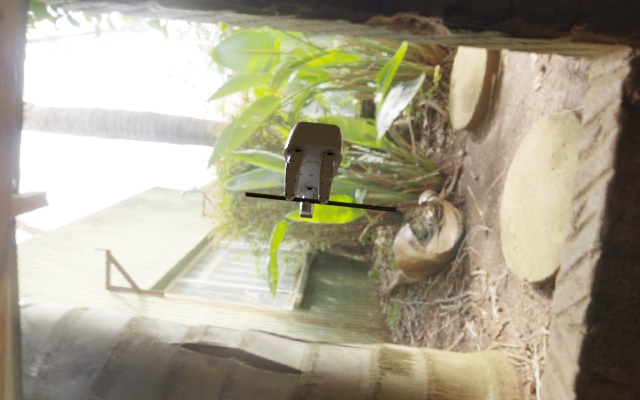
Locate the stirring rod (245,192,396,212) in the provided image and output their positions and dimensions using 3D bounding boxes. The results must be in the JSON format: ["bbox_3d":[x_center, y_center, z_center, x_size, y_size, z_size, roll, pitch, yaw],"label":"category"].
[{"bbox_3d":[0.000,0.003,0.759,0.239,0.011,0.011,6,0,1],"label":"stirring rod"}]
